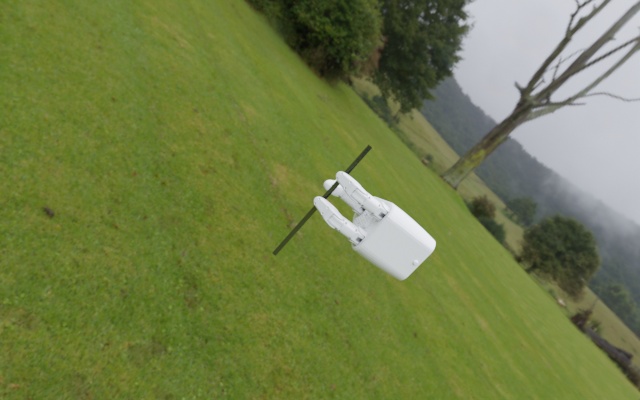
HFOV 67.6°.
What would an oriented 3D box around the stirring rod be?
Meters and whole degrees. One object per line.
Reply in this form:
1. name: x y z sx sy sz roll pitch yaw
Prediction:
1. stirring rod: 0.000 0.003 0.775 0.011 0.239 0.011 39 14 -11
